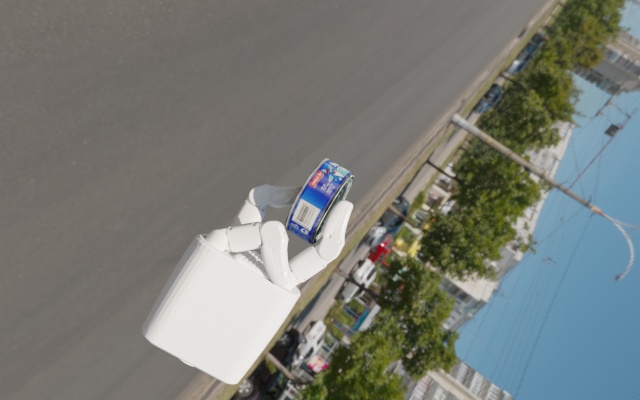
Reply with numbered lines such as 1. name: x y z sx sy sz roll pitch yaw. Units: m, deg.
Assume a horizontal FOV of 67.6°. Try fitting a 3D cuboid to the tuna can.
1. tuna can: 0.001 0.002 0.492 0.034 0.086 0.086 30 5 9
